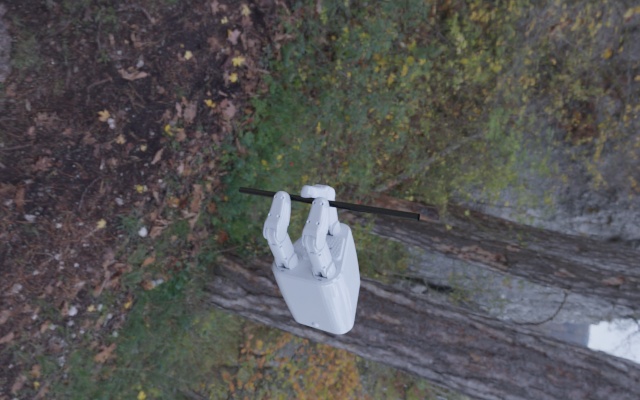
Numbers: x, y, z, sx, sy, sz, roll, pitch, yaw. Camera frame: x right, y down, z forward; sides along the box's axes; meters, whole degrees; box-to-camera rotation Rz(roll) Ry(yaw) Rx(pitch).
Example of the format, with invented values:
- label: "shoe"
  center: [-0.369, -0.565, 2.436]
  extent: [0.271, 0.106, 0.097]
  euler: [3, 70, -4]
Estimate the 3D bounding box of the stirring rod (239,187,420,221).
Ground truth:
- label: "stirring rod"
  center: [0.000, 0.002, 0.564]
  extent: [0.239, 0.011, 0.011]
  euler: [9, 4, 29]
